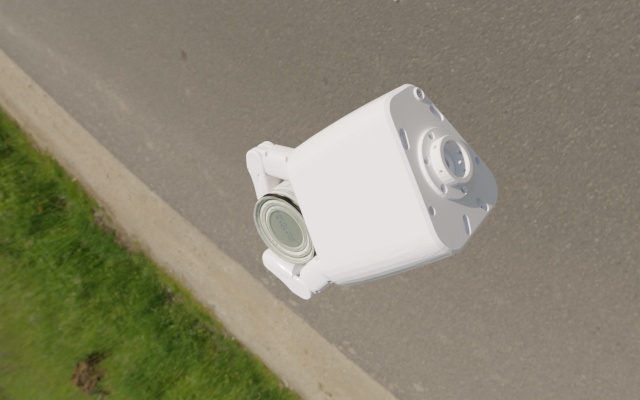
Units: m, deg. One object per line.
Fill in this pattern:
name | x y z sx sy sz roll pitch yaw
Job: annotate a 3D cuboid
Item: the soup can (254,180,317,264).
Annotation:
soup can | 0.000 0.002 0.418 0.068 0.068 0.102 0 28 42
